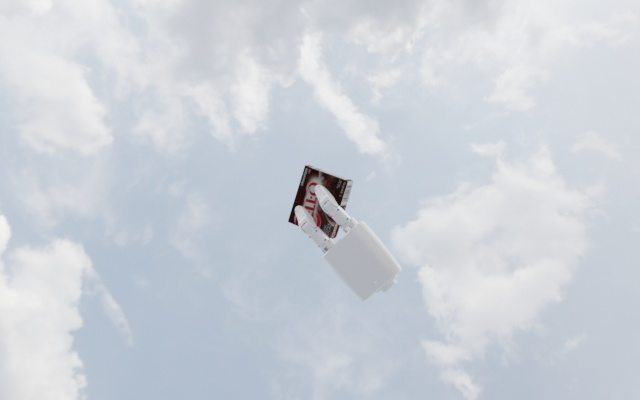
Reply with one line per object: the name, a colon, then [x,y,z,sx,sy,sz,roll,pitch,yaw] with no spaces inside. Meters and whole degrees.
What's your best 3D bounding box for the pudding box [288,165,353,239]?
pudding box: [0.000,0.003,0.864,0.090,0.113,0.039,21,8,22]
